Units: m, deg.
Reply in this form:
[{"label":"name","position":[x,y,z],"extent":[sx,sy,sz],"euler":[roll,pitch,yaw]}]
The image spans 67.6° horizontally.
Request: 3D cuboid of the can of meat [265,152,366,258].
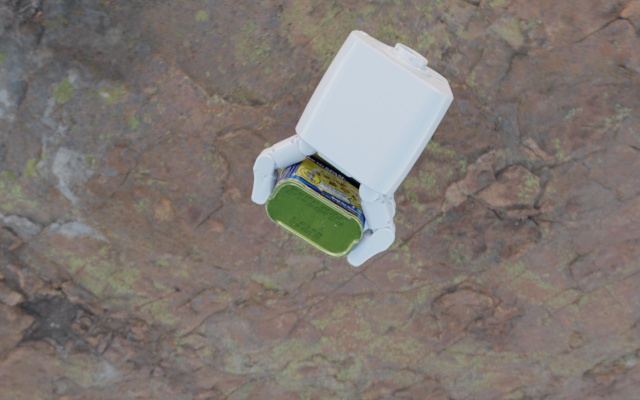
[{"label":"can of meat","position":[0.000,0.002,0.490],"extent":[0.102,0.057,0.084],"euler":[32,26,-6]}]
